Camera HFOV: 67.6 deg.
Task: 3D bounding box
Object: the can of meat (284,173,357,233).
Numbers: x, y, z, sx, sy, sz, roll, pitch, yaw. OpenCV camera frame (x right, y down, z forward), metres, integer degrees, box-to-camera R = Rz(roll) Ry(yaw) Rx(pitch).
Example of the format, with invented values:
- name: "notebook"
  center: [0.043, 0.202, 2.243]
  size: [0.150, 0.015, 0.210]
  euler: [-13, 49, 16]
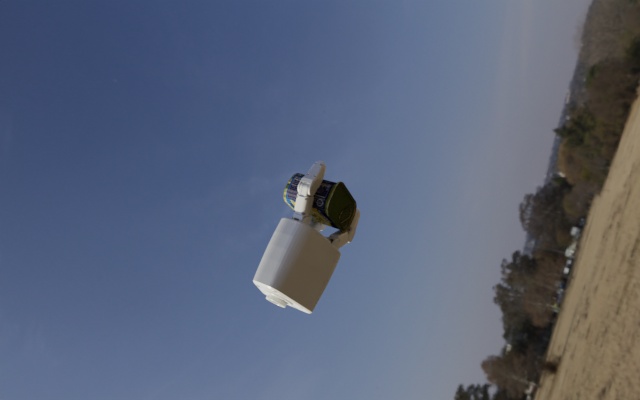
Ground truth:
- name: "can of meat"
  center: [0.000, 0.002, 0.762]
  size: [0.084, 0.057, 0.102]
  euler: [16, -18, 28]
